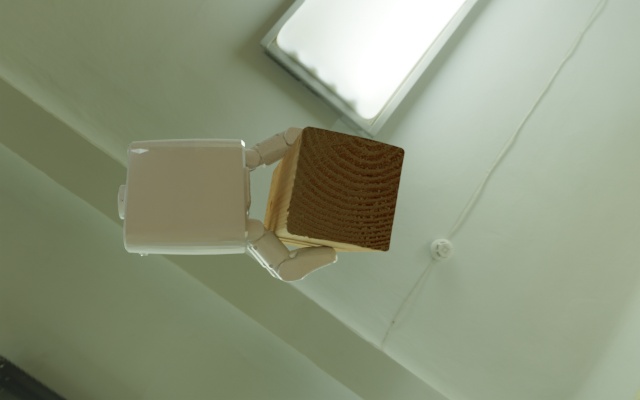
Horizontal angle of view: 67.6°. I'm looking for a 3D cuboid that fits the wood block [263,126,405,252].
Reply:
[{"bbox_3d":[0.000,0.001,0.484,0.090,0.091,0.206,11,-8,-11],"label":"wood block"}]
